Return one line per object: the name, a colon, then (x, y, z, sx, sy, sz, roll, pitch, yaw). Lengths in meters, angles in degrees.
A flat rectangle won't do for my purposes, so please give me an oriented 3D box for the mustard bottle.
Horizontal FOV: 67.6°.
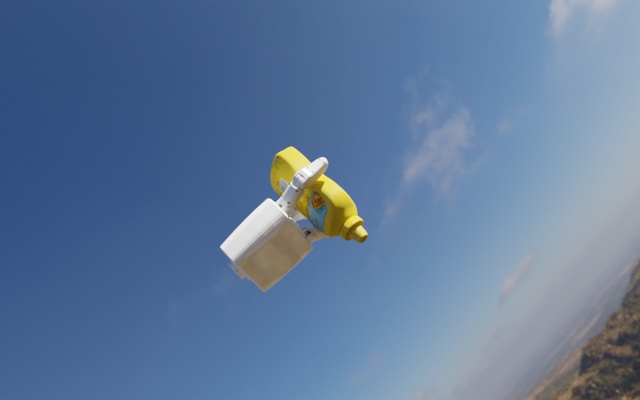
mustard bottle: (0.000, 0.002, 0.758, 0.058, 0.096, 0.191, -31, 58, -31)
